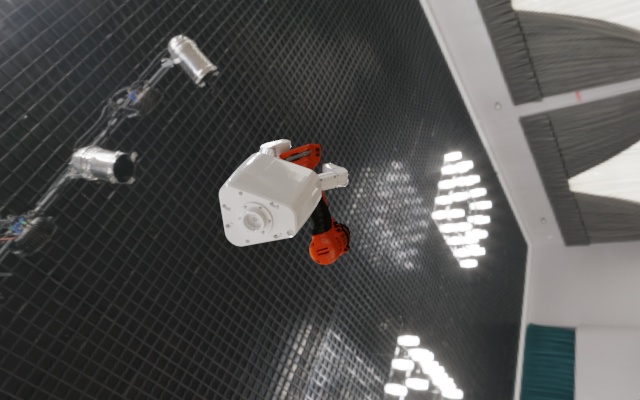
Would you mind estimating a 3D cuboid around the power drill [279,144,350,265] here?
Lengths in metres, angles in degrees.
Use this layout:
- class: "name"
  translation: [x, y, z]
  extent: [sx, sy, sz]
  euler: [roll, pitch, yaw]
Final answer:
- class: "power drill"
  translation: [0.000, 0.002, 0.785]
  extent: [0.057, 0.187, 0.184]
  euler: [-20, 2, 10]
